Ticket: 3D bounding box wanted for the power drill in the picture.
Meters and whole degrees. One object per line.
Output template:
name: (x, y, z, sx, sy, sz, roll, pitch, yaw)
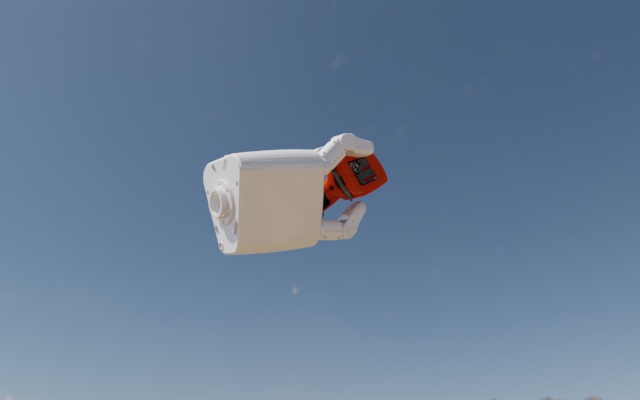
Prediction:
power drill: (0.000, 0.002, 0.668, 0.188, 0.057, 0.184, -35, -5, 31)
